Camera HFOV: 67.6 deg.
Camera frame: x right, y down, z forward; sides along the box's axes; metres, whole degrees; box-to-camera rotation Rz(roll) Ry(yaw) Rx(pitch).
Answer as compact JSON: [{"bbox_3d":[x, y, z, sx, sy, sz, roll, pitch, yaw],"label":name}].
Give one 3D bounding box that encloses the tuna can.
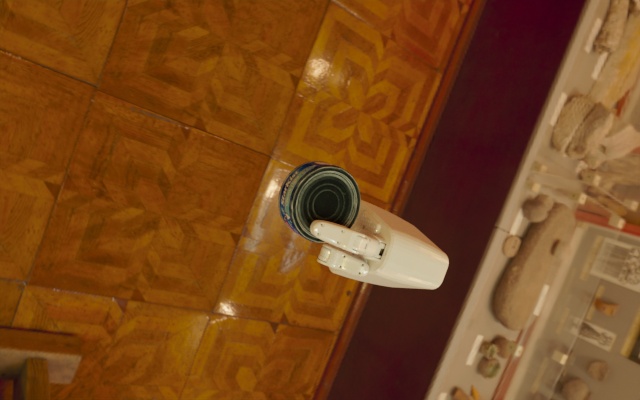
[{"bbox_3d":[0.000,0.002,0.515,0.086,0.086,0.033,0,12,-27],"label":"tuna can"}]
